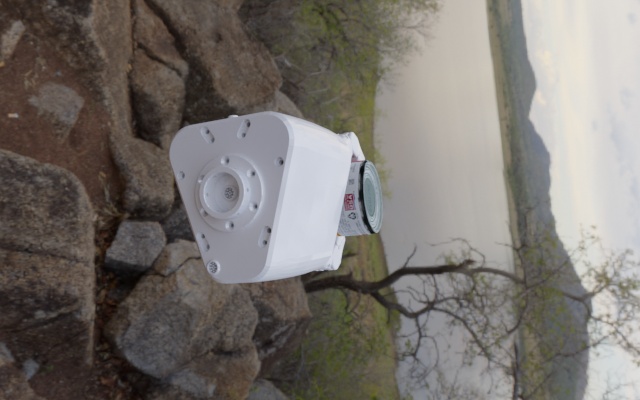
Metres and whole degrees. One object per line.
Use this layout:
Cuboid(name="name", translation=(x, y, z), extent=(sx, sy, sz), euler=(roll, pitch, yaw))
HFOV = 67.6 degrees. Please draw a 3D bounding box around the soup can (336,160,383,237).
Cuboid(name="soup can", translation=(0.001, 0.002, 0.442), extent=(0.102, 0.068, 0.068), euler=(-6, -2, 21))
